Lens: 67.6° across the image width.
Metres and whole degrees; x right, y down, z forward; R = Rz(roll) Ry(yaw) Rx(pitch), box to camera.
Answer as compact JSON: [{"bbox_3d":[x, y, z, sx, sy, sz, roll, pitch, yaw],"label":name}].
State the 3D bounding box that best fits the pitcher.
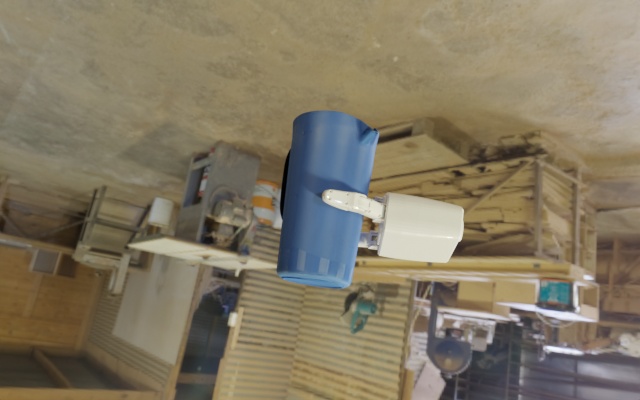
[{"bbox_3d":[0.000,0.002,0.711,0.145,0.242,0.149,8,-14,3],"label":"pitcher"}]
